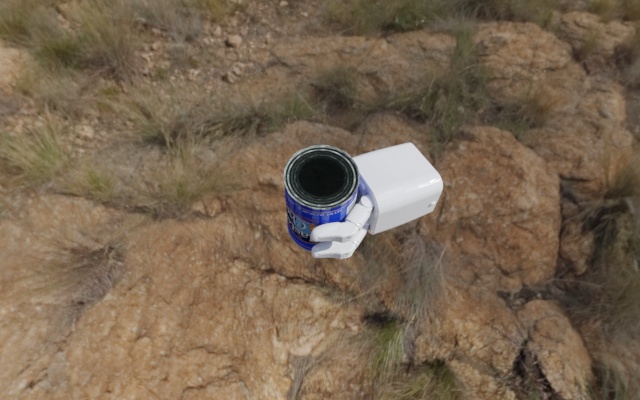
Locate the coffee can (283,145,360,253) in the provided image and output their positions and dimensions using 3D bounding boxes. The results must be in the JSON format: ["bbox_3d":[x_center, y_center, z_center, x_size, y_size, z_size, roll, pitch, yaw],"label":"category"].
[{"bbox_3d":[0.000,0.002,0.692,0.103,0.102,0.140,0,-30,-1],"label":"coffee can"}]
